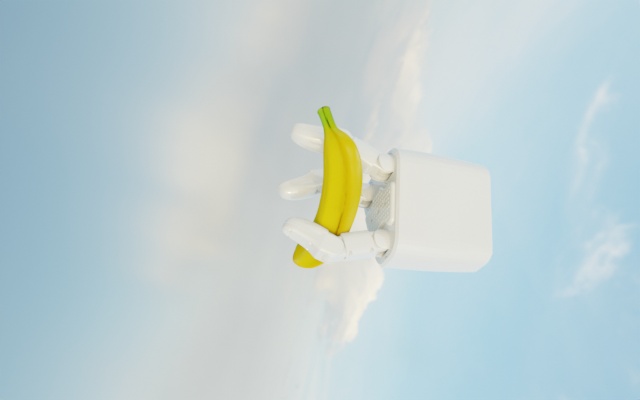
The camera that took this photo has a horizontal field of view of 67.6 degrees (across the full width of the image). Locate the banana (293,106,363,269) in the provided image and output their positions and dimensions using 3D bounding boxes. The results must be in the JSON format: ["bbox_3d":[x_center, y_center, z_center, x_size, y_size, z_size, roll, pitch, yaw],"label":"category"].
[{"bbox_3d":[0.007,0.010,0.472,0.037,0.198,0.069,-4,40,-22],"label":"banana"}]
